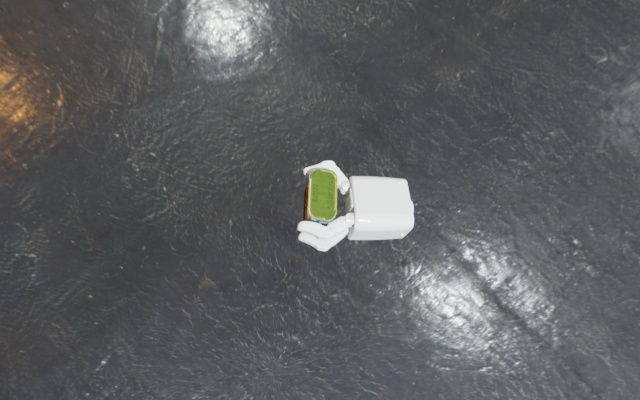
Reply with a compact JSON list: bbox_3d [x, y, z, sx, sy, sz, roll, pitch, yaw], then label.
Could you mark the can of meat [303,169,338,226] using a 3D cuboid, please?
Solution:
[{"bbox_3d":[0.000,0.003,0.865,0.057,0.102,0.084,4,-20,-5],"label":"can of meat"}]
